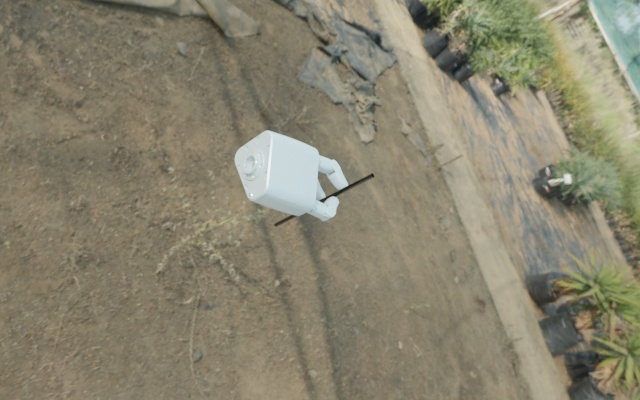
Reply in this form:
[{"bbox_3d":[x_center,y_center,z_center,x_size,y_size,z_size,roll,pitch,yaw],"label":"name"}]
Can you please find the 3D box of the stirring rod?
[{"bbox_3d":[0.000,0.003,0.875,0.239,0.011,0.011,-27,-16,34],"label":"stirring rod"}]
